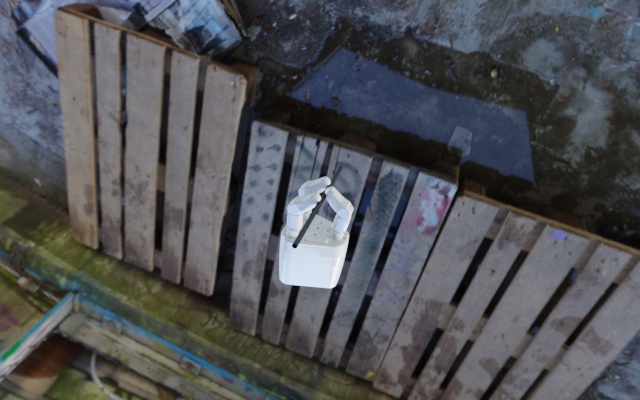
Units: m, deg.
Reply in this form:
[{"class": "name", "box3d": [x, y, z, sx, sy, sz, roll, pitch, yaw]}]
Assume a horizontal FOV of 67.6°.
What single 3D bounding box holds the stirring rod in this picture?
[{"class": "stirring rod", "box3d": [0.000, 0.003, 0.761, 0.011, 0.011, 0.239, 0, 31, 21]}]
